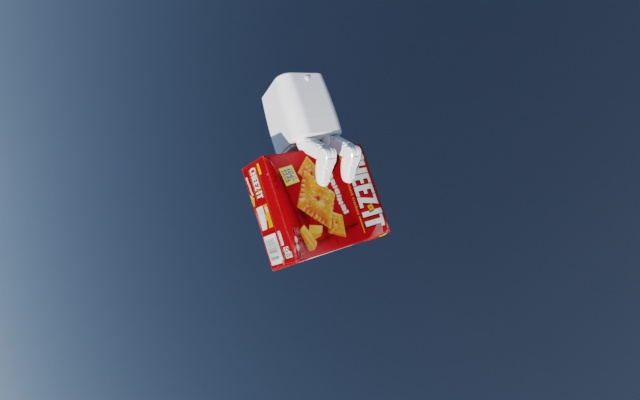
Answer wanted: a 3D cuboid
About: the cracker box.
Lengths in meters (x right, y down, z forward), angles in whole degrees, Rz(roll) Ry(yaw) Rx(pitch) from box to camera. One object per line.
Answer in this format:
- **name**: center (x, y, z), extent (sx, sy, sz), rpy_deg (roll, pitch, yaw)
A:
- **cracker box**: center (0.000, 0.003, 0.761), extent (0.213, 0.164, 0.072), rpy_deg (-13, -7, -41)
